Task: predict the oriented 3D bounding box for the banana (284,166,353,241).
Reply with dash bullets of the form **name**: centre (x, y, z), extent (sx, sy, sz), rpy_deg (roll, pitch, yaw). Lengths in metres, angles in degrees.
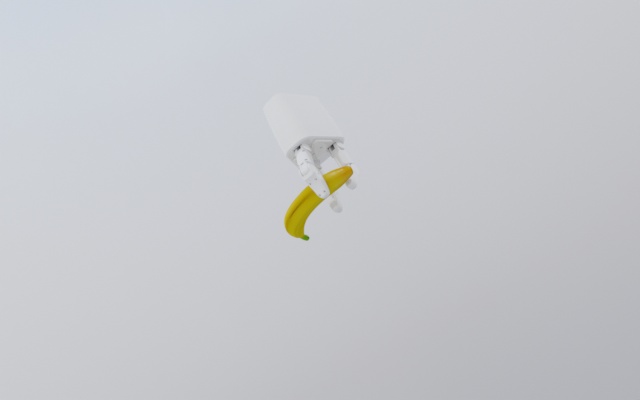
- **banana**: centre (-0.016, 0.007, 0.806), extent (0.069, 0.037, 0.198), rpy_deg (-9, -32, -37)
